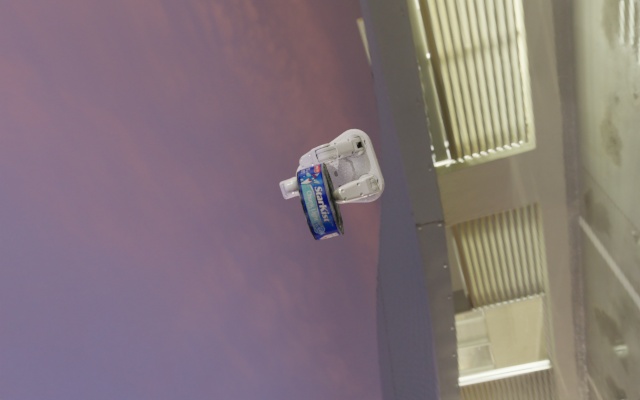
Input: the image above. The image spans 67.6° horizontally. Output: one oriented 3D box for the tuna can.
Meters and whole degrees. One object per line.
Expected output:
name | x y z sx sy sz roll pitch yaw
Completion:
tuna can | 0.000 0.002 0.552 0.034 0.086 0.086 -15 -2 6
